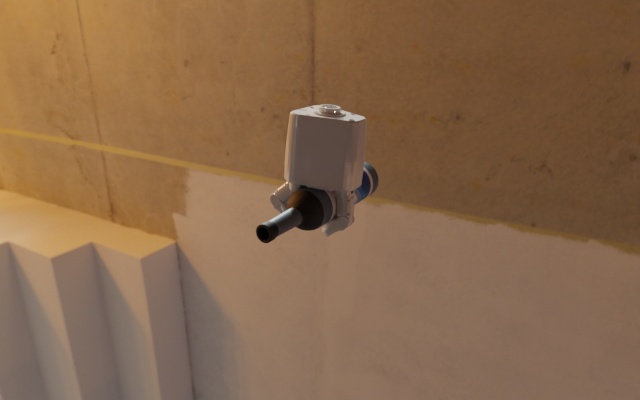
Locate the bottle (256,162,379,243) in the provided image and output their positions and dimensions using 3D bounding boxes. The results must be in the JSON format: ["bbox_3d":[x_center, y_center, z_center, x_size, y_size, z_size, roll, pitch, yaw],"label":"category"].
[{"bbox_3d":[0.000,0.002,0.758,0.069,0.069,0.295,0,17,33],"label":"bottle"}]
